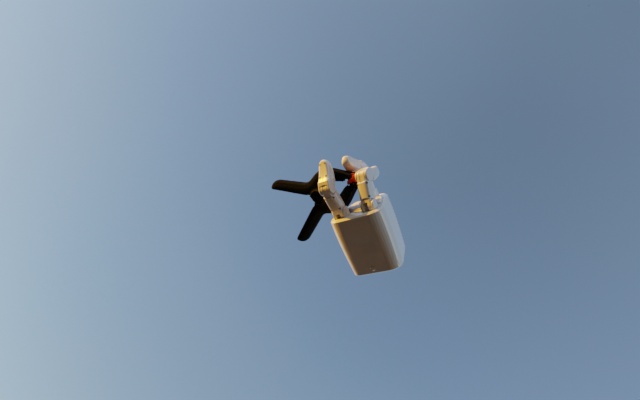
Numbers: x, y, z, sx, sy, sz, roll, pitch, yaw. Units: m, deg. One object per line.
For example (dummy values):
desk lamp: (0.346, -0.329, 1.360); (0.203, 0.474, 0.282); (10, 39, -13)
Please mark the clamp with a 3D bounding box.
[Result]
clamp: (0.000, 0.002, 0.834); (0.171, 0.120, 0.039); (-16, 13, 33)
